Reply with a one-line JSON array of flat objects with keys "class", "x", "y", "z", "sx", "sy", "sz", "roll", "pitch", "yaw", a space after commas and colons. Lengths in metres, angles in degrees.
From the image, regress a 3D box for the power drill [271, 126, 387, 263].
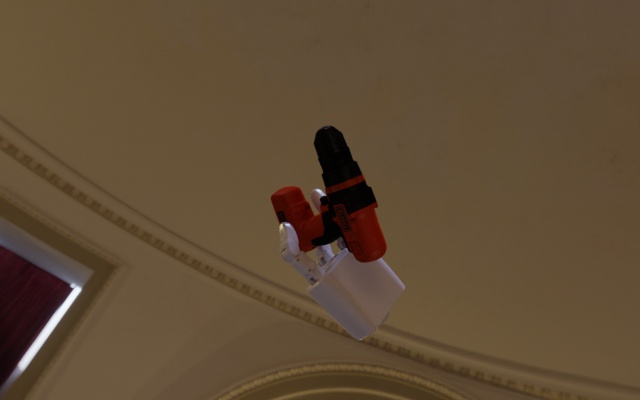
[{"class": "power drill", "x": 0.000, "y": 0.003, "z": 0.672, "sx": 0.057, "sy": 0.184, "sz": 0.187, "roll": -21, "pitch": 3, "yaw": -32}]
